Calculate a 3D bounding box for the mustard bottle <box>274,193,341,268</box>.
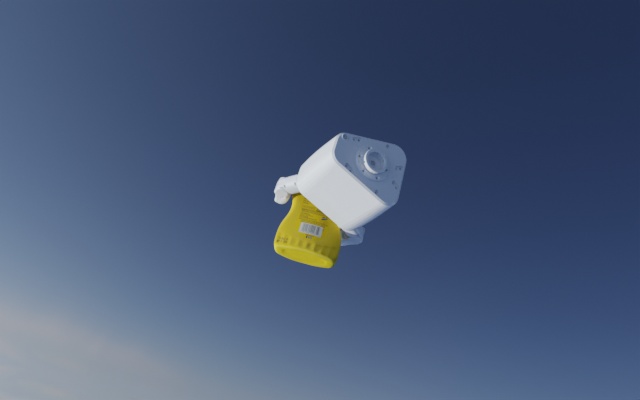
[{"bbox_3d":[0.000,0.003,0.739,0.096,0.191,0.058,14,-27,5],"label":"mustard bottle"}]
